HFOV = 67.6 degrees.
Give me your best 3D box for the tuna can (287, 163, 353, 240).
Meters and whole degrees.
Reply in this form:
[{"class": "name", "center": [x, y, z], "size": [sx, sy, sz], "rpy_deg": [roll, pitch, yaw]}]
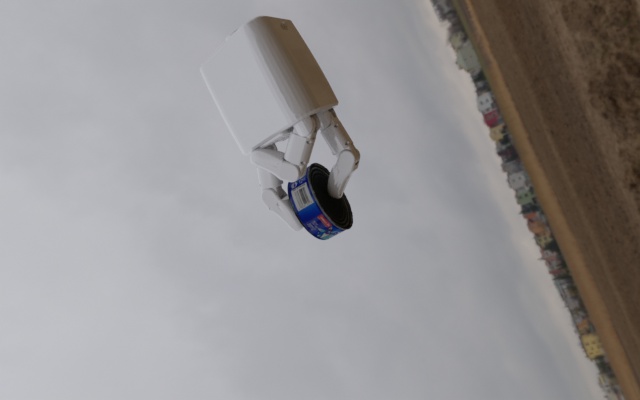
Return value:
[{"class": "tuna can", "center": [0.000, 0.002, 0.550], "size": [0.034, 0.086, 0.086], "rpy_deg": [-30, -12, 23]}]
